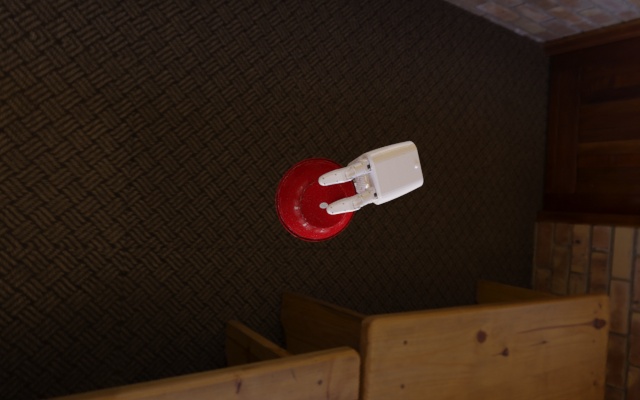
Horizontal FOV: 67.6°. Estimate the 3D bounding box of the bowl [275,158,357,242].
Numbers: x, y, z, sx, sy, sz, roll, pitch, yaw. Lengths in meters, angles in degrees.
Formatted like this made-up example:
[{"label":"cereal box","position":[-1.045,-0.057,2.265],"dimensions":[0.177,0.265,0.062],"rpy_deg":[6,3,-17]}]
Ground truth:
[{"label":"bowl","position":[-0.001,0.004,0.885],"dimensions":[0.162,0.162,0.055],"rpy_deg":[0,9,-15]}]
